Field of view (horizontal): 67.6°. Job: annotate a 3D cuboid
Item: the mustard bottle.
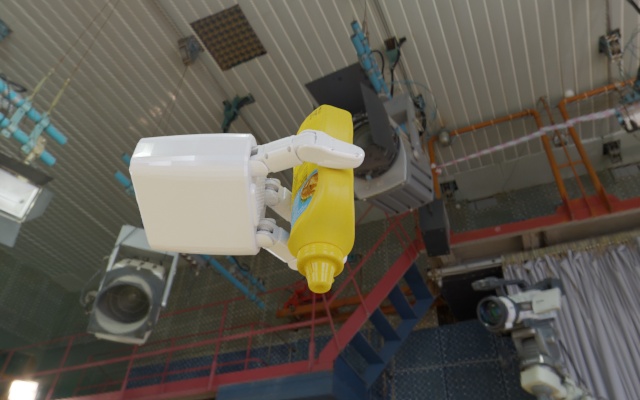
[{"bbox_3d":[0.000,0.001,0.461,0.058,0.191,0.096,16,-44,-15],"label":"mustard bottle"}]
